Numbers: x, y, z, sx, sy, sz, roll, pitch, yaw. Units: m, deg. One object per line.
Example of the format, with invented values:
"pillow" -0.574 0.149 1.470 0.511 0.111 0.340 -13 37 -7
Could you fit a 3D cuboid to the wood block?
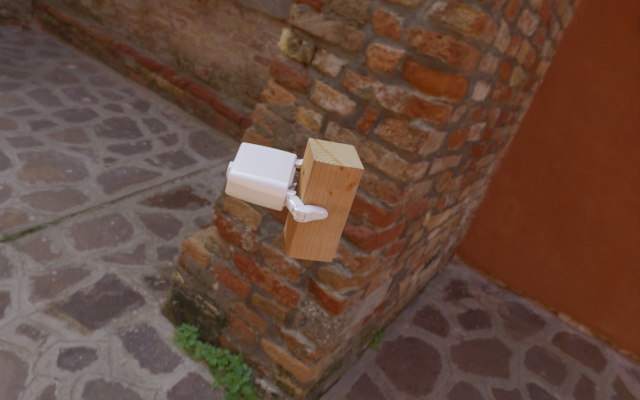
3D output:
"wood block" 0.000 0.003 0.881 0.090 0.206 0.090 8 31 -14
